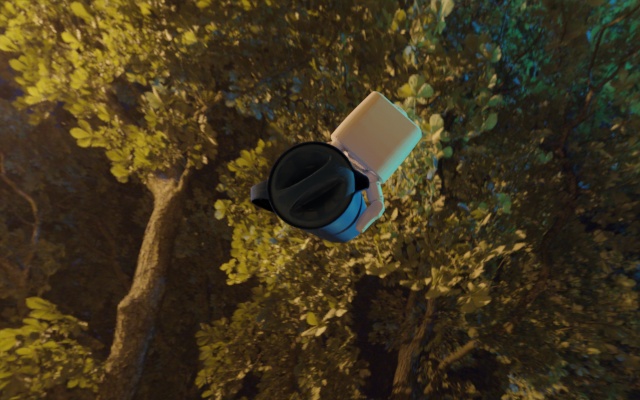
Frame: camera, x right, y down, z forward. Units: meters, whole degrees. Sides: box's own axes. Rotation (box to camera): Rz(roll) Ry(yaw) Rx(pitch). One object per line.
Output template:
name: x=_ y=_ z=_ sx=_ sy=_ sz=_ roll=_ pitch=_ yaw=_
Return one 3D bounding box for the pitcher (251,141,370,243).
pitcher: x=0.000 y=0.003 z=0.802 sx=0.149 sy=0.145 sz=0.243 roll=40 pitch=-2 yaw=18
